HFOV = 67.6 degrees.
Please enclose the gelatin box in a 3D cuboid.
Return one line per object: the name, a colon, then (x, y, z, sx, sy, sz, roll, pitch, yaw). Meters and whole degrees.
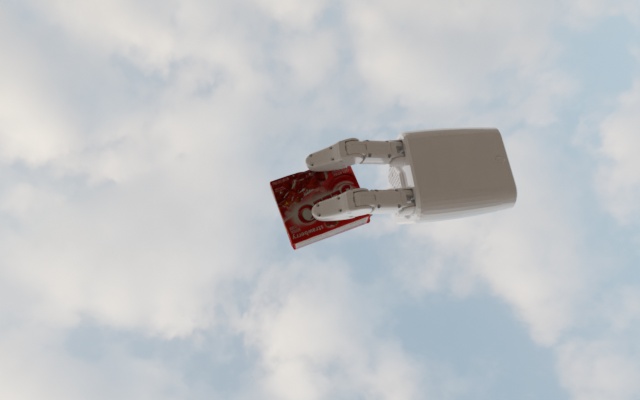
gelatin box: (0.000, 0.002, 0.502, 0.089, 0.073, 0.030, -20, -18, -6)
